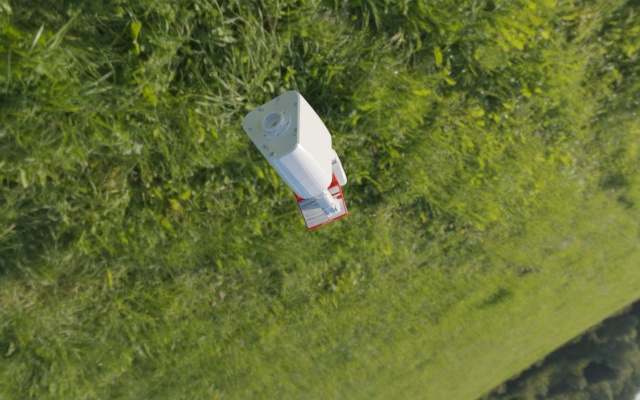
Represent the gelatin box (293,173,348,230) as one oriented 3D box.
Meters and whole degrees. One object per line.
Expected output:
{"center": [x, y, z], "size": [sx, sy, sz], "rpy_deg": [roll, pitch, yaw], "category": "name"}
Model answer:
{"center": [0.000, 0.003, 0.786], "size": [0.073, 0.030, 0.089], "rpy_deg": [-22, -39, -3], "category": "gelatin box"}
